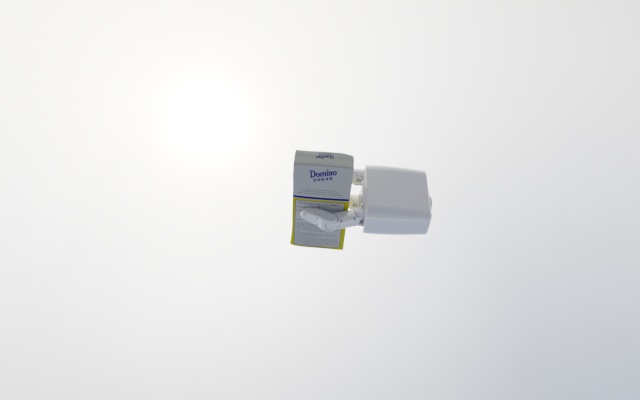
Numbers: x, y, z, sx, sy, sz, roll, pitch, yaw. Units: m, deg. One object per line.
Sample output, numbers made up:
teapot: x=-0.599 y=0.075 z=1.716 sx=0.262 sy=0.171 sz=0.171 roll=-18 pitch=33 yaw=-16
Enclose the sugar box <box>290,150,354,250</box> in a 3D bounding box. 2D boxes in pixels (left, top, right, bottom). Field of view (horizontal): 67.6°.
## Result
sugar box: x=0.000 y=0.002 z=0.778 sx=0.093 sy=0.176 sz=0.048 roll=5 pitch=38 yaw=-1
